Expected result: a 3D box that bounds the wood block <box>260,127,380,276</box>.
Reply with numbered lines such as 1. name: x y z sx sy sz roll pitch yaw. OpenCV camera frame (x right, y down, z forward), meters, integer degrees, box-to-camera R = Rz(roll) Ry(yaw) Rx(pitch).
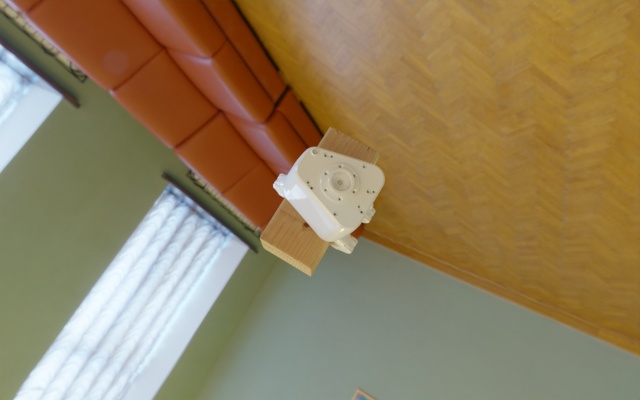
1. wood block: 0.000 0.002 0.750 0.091 0.206 0.090 30 -15 7
